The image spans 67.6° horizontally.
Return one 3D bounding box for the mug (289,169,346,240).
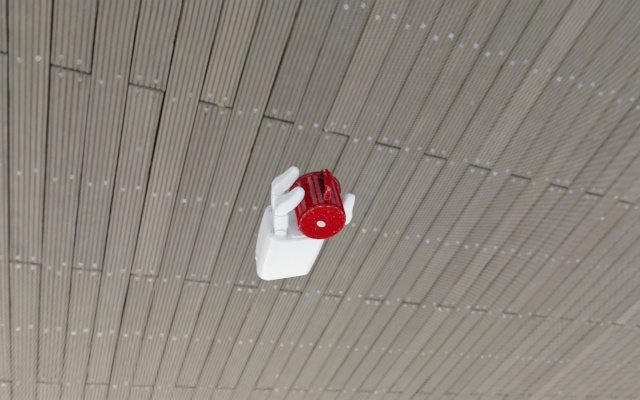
[{"bbox_3d":[0.001,0.002,0.798,0.093,0.117,0.081,6,39,-17],"label":"mug"}]
